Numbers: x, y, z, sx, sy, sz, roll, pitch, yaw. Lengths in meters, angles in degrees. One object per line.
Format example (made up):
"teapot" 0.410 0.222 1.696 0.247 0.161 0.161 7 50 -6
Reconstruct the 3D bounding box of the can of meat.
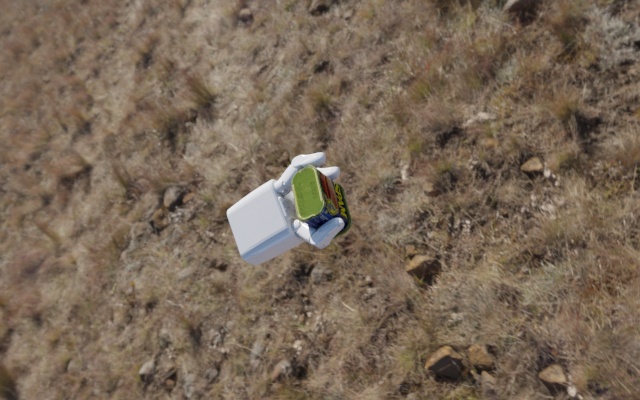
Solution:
"can of meat" 0.000 0.003 0.788 0.057 0.102 0.084 -28 -36 22
